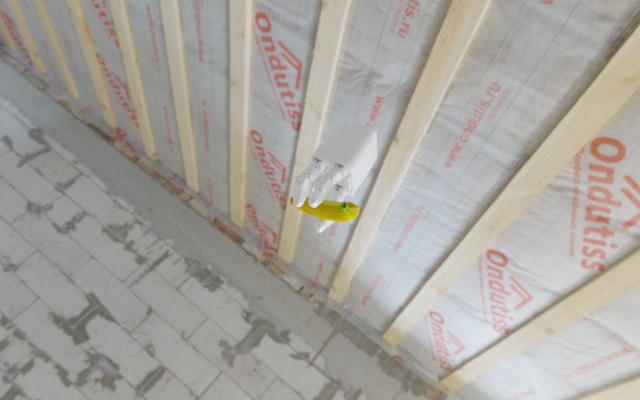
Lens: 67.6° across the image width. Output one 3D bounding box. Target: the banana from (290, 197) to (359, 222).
[{"bbox_3d":[0.015,0.013,0.902,0.070,0.037,0.198,37,-18,-28],"label":"banana"}]
